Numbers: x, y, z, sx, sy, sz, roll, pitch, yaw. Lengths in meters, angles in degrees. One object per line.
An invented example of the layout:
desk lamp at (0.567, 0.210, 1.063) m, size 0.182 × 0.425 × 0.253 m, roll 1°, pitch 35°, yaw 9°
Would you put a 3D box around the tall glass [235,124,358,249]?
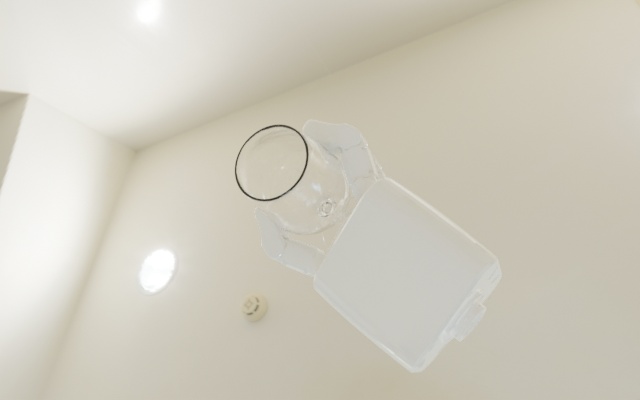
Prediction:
tall glass at (0.000, 0.002, 0.440) m, size 0.079 × 0.079 × 0.201 m, roll 0°, pitch -18°, yaw 23°
